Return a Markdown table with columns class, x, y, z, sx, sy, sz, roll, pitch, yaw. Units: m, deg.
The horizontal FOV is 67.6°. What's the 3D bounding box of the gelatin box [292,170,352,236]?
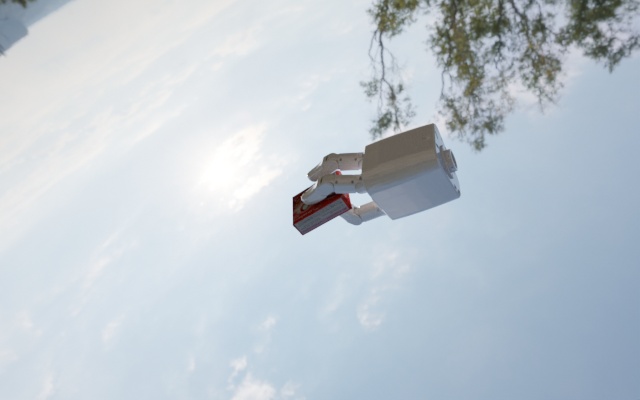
| class | x | y | z | sx | sy | sz | roll | pitch | yaw |
| --- | --- | --- | --- | --- | --- | --- | --- | --- | --- |
| gelatin box | 0.000 | 0.003 | 0.714 | 0.089 | 0.030 | 0.073 | -30 | 31 | 16 |
